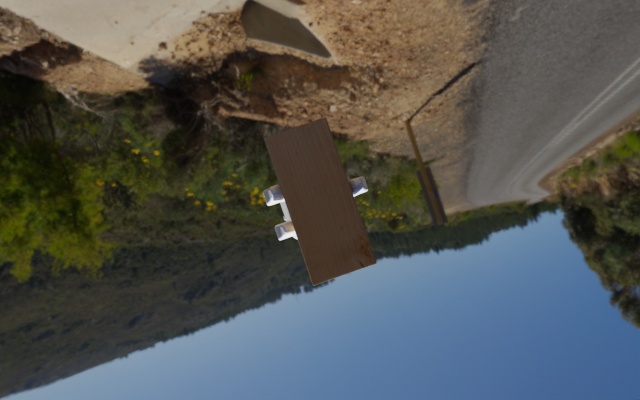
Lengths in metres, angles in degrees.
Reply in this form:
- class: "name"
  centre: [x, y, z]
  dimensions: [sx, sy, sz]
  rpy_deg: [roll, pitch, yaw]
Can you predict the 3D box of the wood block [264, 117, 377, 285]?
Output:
- class: "wood block"
  centre: [0.000, 0.002, 0.670]
  dimensions: [0.091, 0.206, 0.090]
  rpy_deg: [-19, -4, 0]
